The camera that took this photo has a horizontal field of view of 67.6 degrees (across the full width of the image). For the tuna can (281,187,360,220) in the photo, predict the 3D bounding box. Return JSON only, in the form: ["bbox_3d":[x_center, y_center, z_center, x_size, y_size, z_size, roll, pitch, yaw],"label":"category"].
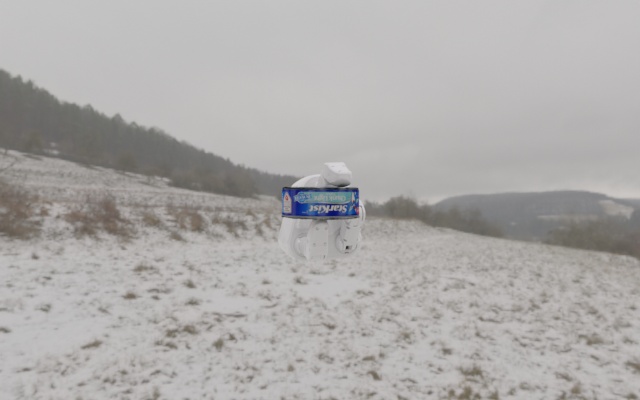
[{"bbox_3d":[0.000,0.001,0.522,0.086,0.034,0.086,0,2,0],"label":"tuna can"}]
